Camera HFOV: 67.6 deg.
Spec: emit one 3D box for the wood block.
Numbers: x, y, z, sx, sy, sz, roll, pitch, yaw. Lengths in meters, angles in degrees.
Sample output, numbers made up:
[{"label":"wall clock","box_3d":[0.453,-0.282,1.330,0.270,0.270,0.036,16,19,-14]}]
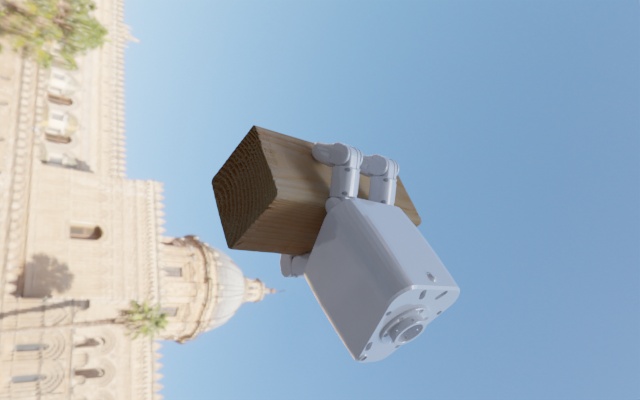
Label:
[{"label":"wood block","box_3d":[0.000,0.002,0.520,0.206,0.090,0.091,11,-45,-41]}]
